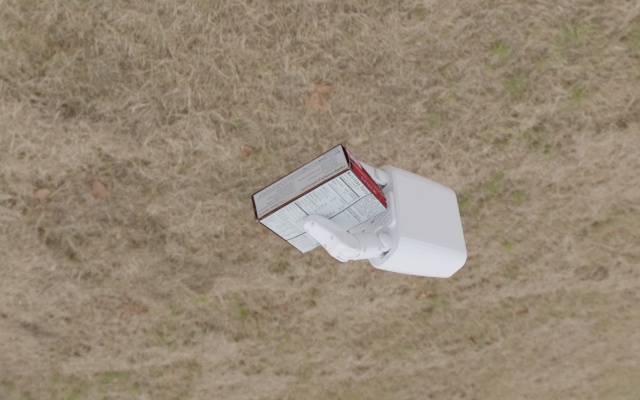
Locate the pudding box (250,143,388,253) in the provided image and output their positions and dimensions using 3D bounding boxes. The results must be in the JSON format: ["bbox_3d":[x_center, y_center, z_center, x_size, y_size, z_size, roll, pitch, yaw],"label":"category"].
[{"bbox_3d":[0.000,0.002,0.491,0.113,0.039,0.090,-30,-41,15],"label":"pudding box"}]
